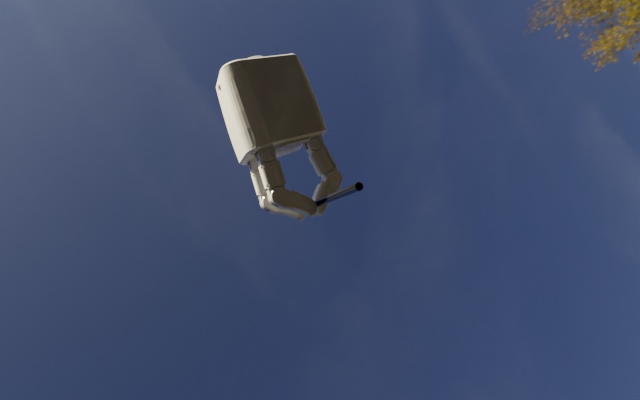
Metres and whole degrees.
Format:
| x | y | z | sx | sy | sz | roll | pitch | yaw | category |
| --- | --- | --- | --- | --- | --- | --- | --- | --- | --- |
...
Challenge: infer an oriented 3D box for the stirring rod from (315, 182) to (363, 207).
| x | y | z | sx | sy | sz | roll | pitch | yaw | category |
| --- | --- | --- | --- | --- | --- | --- | --- | --- | --- |
| 0.000 | 0.002 | 0.548 | 0.011 | 0.011 | 0.239 | 0 | -7 | -17 | stirring rod |
